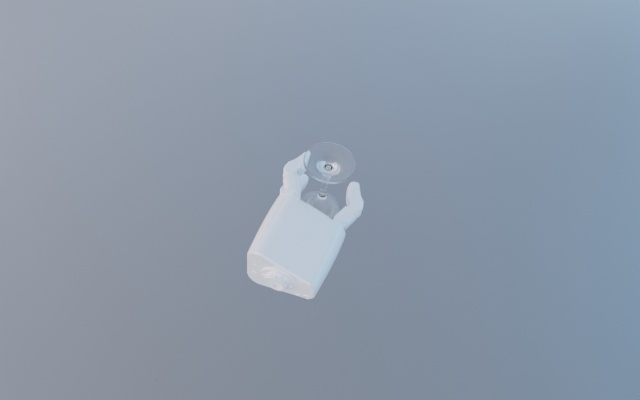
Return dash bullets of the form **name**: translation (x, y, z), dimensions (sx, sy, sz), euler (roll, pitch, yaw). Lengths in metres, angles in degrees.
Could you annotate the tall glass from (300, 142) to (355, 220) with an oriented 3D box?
- **tall glass**: translation (0.000, 0.002, 0.754), dimensions (0.079, 0.079, 0.201), euler (0, -34, -9)
